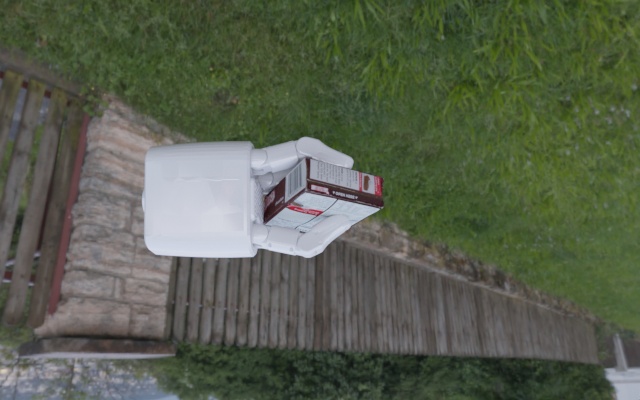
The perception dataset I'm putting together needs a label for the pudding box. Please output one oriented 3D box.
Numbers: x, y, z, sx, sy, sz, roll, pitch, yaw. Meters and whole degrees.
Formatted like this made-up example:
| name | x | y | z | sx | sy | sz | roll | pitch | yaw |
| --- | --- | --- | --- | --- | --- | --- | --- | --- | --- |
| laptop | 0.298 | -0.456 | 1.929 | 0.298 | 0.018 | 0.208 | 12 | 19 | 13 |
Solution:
| name | x | y | z | sx | sy | sz | roll | pitch | yaw |
| --- | --- | --- | --- | --- | --- | --- | --- | --- | --- |
| pudding box | 0.000 | 0.002 | 0.505 | 0.090 | 0.039 | 0.113 | 12 | -23 | -24 |
